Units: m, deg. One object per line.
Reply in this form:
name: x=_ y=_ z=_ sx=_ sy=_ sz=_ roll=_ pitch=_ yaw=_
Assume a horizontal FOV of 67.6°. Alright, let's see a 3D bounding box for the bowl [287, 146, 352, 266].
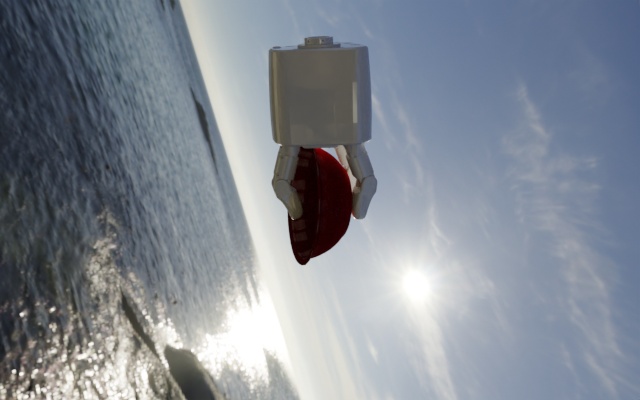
bowl: x=0.000 y=0.003 z=0.614 sx=0.055 sy=0.162 sz=0.162 roll=1 pitch=-1 yaw=-17
